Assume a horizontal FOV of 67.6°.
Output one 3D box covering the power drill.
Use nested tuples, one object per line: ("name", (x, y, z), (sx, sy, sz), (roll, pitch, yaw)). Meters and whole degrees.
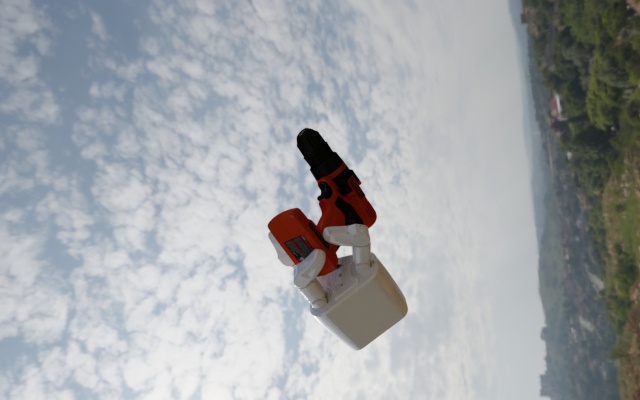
("power drill", (0.000, 0.003, 0.679), (0.057, 0.184, 0.187), (-27, 17, 37))
